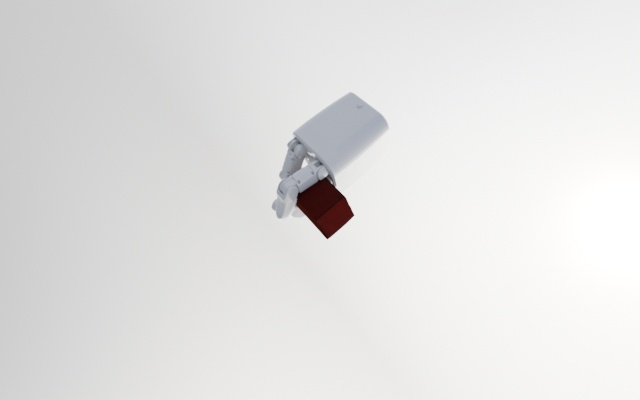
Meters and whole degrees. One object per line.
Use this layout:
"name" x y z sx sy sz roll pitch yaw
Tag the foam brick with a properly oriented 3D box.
"foam brick" 0.000 0.002 0.651 0.078 0.051 0.053 46 -9 36
